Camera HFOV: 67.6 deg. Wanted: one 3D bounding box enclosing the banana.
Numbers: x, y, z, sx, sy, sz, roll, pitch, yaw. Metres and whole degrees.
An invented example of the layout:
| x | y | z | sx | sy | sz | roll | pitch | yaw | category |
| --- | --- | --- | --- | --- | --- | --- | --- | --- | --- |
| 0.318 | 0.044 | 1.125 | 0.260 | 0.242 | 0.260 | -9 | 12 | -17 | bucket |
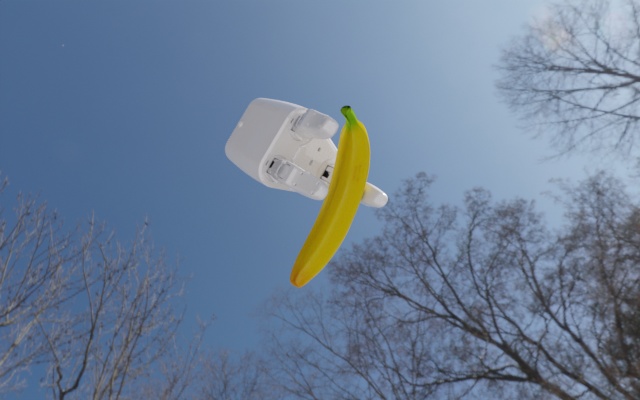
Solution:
| x | y | z | sx | sy | sz | roll | pitch | yaw | category |
| --- | --- | --- | --- | --- | --- | --- | --- | --- | --- |
| 0.014 | -0.001 | 0.509 | 0.069 | 0.198 | 0.037 | 1 | 19 | -44 | banana |
